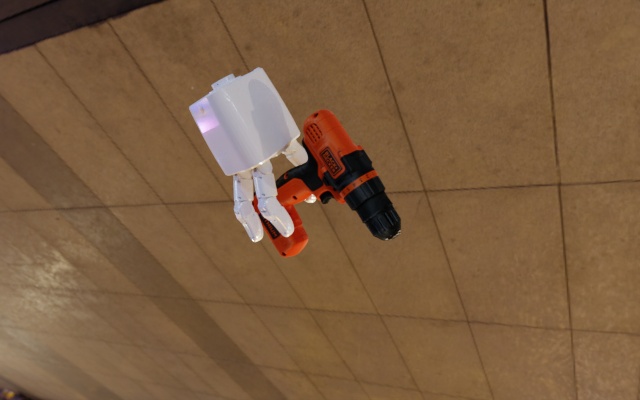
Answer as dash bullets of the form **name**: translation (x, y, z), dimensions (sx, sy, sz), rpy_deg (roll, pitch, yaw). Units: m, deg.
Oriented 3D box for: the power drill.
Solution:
- **power drill**: translation (0.000, 0.002, 0.635), dimensions (0.188, 0.184, 0.057), rpy_deg (-39, -12, 37)
